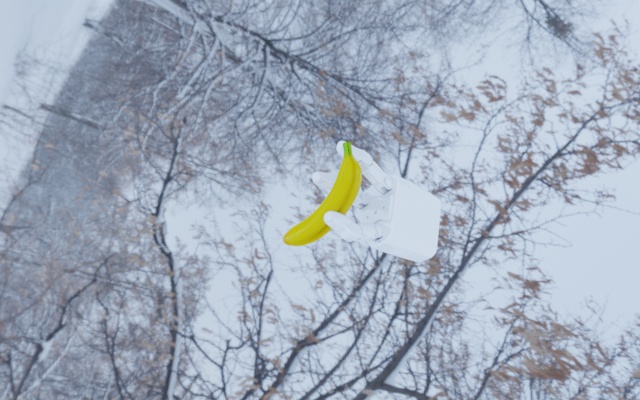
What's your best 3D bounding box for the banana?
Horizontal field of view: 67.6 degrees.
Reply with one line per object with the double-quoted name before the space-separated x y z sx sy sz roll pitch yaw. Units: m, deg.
"banana" 0.008 0.011 0.712 0.037 0.198 0.069 19 28 -33
